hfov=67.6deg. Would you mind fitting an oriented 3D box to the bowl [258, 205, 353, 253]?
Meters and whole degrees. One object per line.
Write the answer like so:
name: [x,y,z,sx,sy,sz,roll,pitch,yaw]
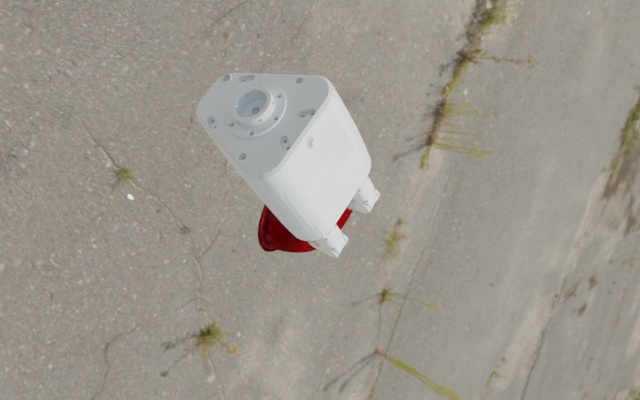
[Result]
bowl: [0.001,0.002,0.544,0.055,0.162,0.162,31,10,17]
